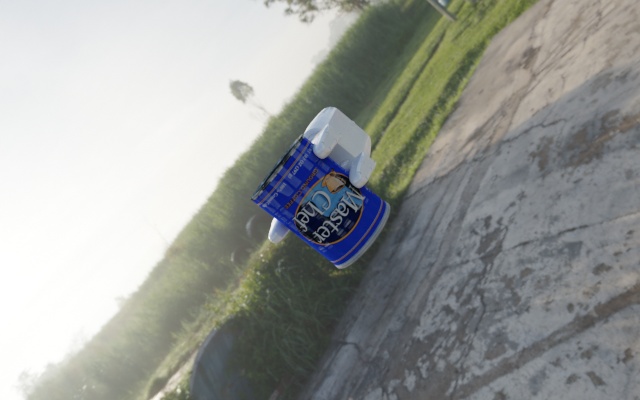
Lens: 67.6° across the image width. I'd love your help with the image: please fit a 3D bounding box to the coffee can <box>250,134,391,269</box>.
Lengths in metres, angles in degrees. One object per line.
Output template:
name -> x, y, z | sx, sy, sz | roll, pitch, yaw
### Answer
coffee can -> 0.000, 0.002, 0.589 | 0.140, 0.103, 0.103 | 38, -8, -10
